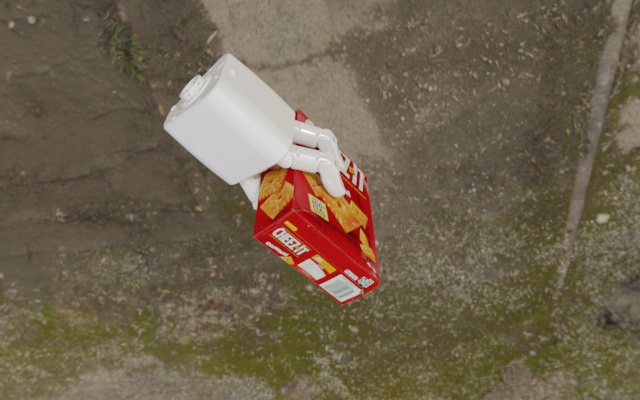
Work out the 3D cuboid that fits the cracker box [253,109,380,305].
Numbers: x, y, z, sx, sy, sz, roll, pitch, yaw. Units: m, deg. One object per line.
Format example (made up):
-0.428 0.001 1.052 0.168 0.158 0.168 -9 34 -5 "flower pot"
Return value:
0.000 0.002 0.624 0.072 0.213 0.164 -32 -56 25 "cracker box"
